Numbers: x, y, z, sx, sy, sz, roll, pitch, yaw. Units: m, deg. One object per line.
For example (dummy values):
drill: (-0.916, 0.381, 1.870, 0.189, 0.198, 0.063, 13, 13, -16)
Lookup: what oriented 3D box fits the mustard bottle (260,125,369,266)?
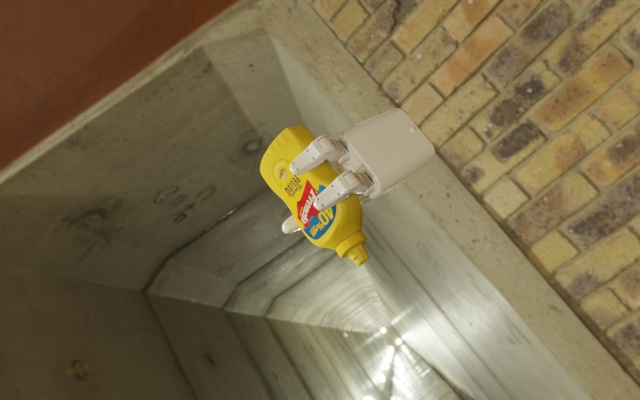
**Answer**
mustard bottle: (0.000, 0.002, 0.617, 0.058, 0.191, 0.096, -19, -24, -46)
